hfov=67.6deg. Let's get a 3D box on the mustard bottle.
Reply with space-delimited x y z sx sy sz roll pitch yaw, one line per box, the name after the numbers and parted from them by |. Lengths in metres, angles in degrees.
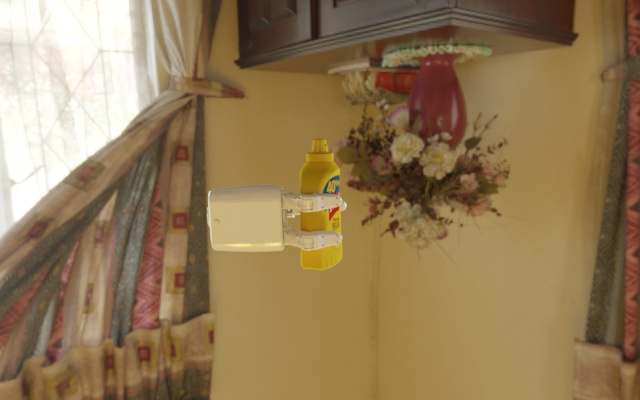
0.000 0.003 0.729 0.058 0.191 0.096 2 11 22 | mustard bottle
